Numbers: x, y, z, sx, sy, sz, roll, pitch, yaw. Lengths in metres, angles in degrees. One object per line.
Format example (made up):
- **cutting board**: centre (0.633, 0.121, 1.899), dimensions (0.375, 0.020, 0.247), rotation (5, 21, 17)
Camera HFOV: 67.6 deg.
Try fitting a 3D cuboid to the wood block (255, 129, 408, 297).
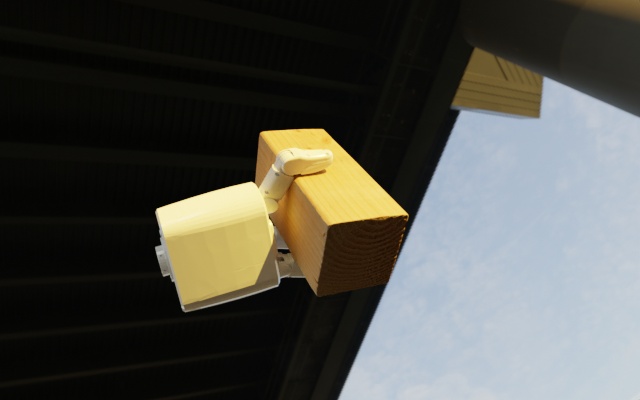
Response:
- **wood block**: centre (0.000, 0.001, 0.547), dimensions (0.090, 0.091, 0.206), rotation (-6, 34, -25)
